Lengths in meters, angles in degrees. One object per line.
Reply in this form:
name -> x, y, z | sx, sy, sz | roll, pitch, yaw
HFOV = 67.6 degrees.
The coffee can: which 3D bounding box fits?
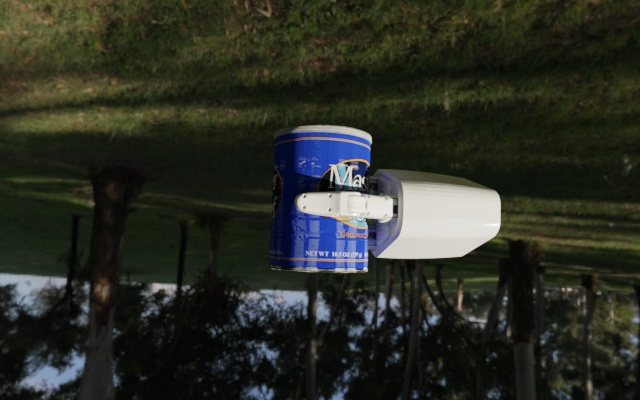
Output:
coffee can -> 0.000, 0.001, 0.499 | 0.103, 0.140, 0.103 | 2, -5, 0
